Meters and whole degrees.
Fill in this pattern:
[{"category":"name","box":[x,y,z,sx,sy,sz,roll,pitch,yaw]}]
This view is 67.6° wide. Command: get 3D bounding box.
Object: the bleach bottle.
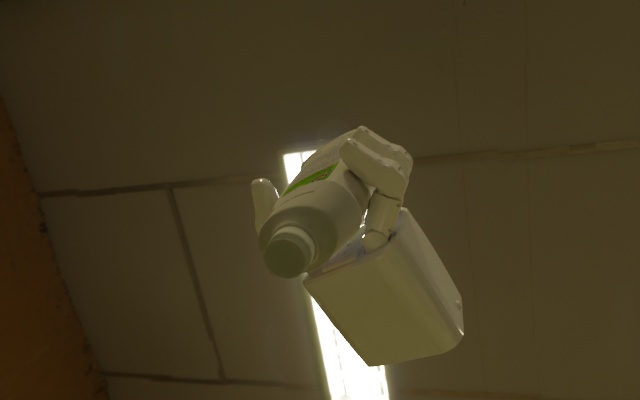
[{"category":"bleach bottle","box":[0.000,0.001,0.421,0.102,0.068,0.250,-32,9,22]}]
